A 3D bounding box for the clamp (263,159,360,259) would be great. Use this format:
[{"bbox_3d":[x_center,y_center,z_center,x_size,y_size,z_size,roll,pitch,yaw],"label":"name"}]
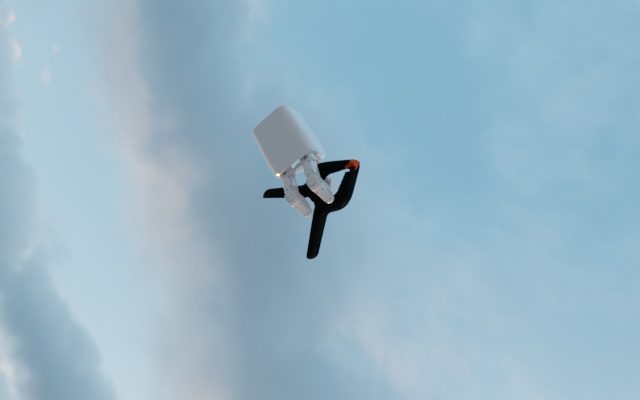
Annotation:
[{"bbox_3d":[0.001,0.002,0.895,0.210,0.164,0.036,-36,-8,29],"label":"clamp"}]
